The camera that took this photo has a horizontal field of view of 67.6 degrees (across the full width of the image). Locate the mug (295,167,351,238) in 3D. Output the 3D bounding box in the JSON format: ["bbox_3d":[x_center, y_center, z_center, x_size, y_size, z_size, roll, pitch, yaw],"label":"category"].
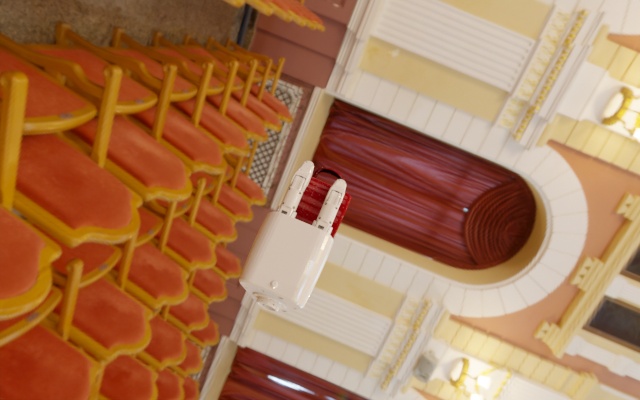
[{"bbox_3d":[0.001,0.001,0.740,0.081,0.117,0.093,24,-23,1],"label":"mug"}]
